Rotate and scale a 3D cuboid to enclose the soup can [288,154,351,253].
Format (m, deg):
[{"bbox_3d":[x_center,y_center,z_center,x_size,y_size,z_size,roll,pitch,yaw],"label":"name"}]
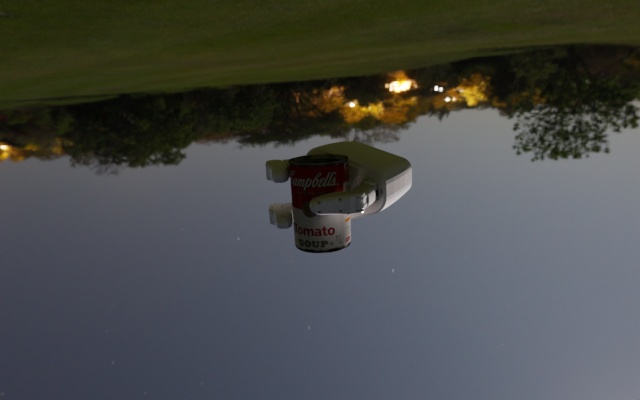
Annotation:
[{"bbox_3d":[0.000,0.002,0.549,0.068,0.102,0.068,-3,14,1],"label":"soup can"}]
